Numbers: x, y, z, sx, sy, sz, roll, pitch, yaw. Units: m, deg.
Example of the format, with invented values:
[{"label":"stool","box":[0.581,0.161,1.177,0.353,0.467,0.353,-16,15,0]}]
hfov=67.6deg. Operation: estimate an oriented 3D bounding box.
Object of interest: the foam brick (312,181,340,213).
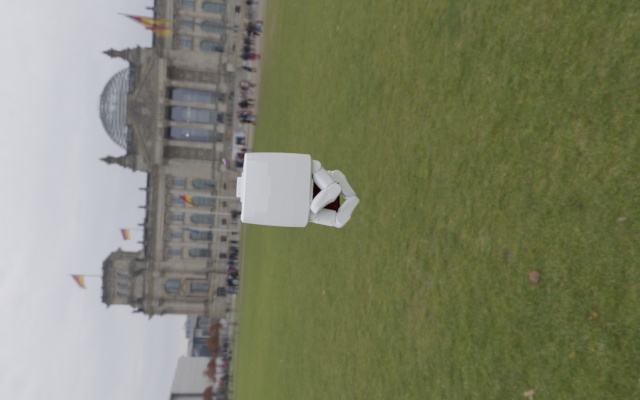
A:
[{"label":"foam brick","box":[0.000,0.003,0.832,0.051,0.053,0.078,2,-17,-11]}]
